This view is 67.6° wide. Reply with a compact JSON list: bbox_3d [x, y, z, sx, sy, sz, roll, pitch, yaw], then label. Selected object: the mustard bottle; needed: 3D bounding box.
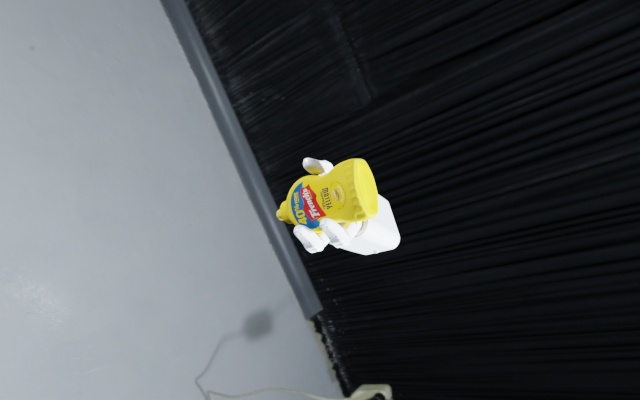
[{"bbox_3d":[0.000,0.002,0.783,0.191,0.096,0.058,-18,-5,39],"label":"mustard bottle"}]
